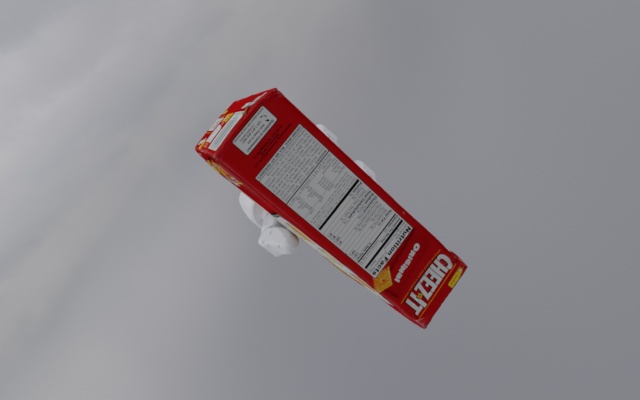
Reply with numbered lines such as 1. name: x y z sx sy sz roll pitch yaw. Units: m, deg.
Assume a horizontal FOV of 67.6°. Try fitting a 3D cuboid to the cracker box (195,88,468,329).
1. cracker box: 0.000 0.001 0.417 0.214 0.072 0.164 40 -7 -19
